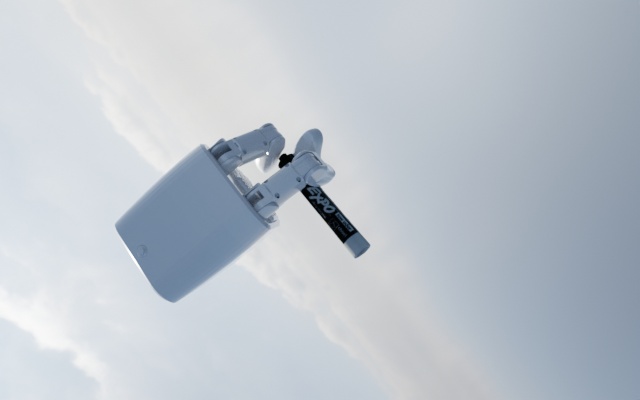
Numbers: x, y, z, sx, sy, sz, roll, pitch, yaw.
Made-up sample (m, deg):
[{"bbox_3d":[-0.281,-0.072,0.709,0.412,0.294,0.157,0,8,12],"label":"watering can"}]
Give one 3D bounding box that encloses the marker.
[{"bbox_3d":[0.000,0.001,0.435,0.020,0.121,0.020,-35,-20,-15],"label":"marker"}]
